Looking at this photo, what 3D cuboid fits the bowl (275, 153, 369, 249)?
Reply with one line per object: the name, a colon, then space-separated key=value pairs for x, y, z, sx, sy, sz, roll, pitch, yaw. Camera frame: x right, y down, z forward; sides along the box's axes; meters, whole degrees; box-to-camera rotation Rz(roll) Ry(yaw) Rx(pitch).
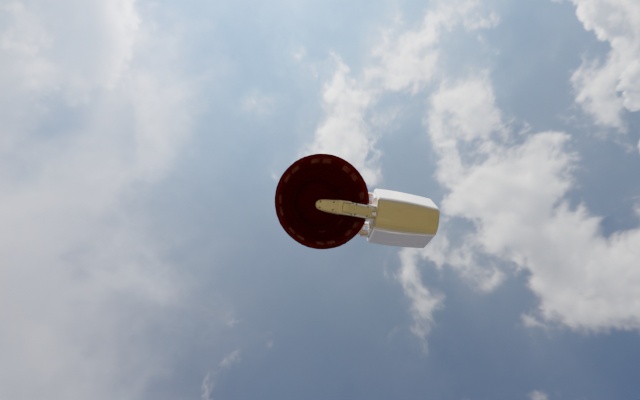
bowl: x=-0.001 y=0.002 z=0.826 sx=0.162 sy=0.162 sz=0.055 roll=0 pitch=-3 yaw=-8
